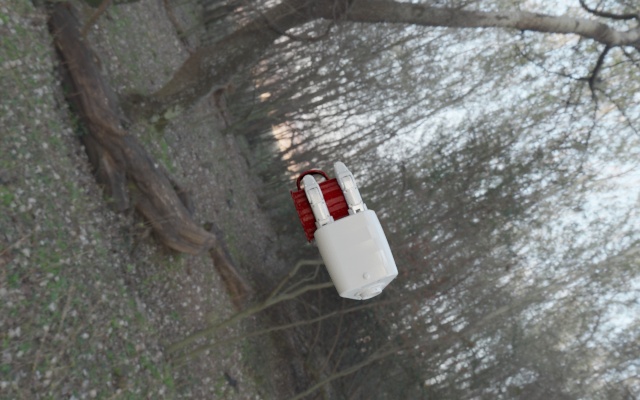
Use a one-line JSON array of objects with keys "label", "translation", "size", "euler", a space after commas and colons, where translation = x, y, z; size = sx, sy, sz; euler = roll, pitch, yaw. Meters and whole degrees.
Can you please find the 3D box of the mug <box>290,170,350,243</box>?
[{"label": "mug", "translation": [0.000, 0.001, 0.787], "size": [0.081, 0.117, 0.093], "euler": [-20, -21, -2]}]
